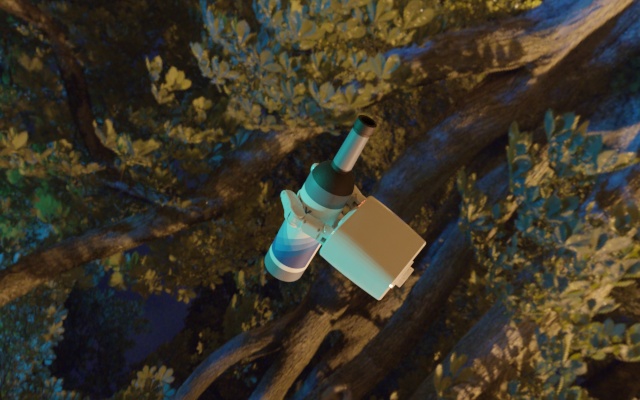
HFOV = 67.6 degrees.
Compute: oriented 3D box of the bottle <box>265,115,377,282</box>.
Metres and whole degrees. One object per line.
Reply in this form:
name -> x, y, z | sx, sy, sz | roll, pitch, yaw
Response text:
bottle -> 0.000, 0.002, 0.694 | 0.069, 0.296, 0.069 | 19, 37, -15
